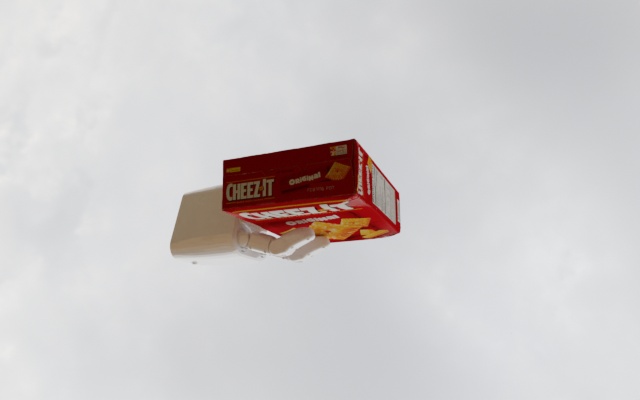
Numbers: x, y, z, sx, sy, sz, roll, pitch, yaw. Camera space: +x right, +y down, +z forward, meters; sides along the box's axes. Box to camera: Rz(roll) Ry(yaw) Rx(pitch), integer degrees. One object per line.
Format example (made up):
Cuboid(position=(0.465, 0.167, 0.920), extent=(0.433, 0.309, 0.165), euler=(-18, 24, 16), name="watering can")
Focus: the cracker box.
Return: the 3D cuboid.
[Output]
Cuboid(position=(0.000, 0.002, 0.610), extent=(0.164, 0.072, 0.214), euler=(-7, -17, 20), name="cracker box")
